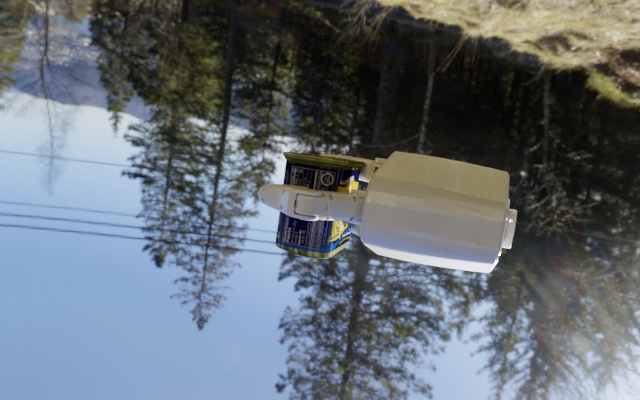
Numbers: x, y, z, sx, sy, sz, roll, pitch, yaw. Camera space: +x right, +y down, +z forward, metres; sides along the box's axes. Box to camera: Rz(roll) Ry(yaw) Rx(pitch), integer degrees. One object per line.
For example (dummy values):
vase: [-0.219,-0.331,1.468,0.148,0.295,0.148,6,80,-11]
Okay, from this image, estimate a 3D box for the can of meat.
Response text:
can of meat: [0.000,0.002,0.437,0.057,0.084,0.102,10,7,16]
